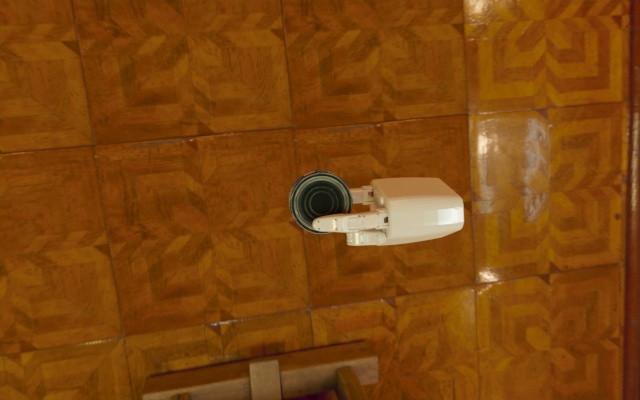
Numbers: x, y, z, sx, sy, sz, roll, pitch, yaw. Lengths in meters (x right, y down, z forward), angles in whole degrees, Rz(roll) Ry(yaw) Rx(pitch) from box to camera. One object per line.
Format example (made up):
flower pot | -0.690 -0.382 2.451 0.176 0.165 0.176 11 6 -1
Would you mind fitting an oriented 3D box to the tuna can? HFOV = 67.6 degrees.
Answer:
tuna can | 0.000 0.002 0.646 0.086 0.086 0.033 0 8 -5
